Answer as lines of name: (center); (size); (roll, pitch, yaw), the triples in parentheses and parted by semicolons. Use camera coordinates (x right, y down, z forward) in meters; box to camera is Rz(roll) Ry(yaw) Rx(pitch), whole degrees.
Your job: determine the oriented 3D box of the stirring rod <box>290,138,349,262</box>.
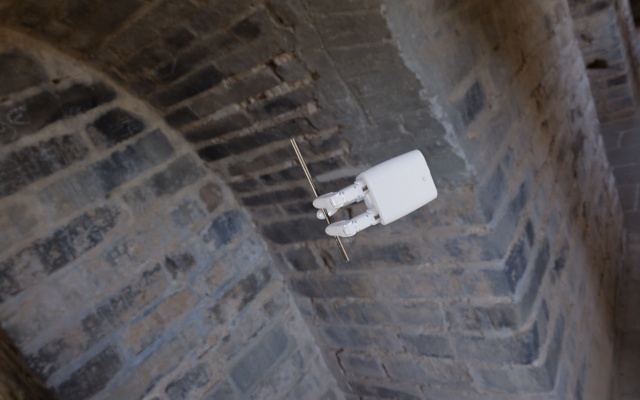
stirring rod: (0.000, 0.003, 0.829); (0.011, 0.239, 0.011); (-23, 16, 7)
